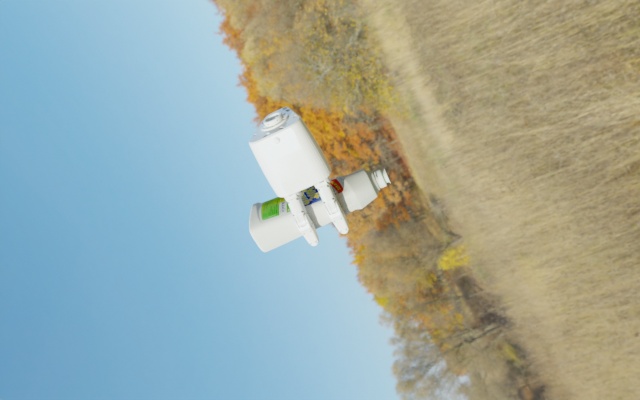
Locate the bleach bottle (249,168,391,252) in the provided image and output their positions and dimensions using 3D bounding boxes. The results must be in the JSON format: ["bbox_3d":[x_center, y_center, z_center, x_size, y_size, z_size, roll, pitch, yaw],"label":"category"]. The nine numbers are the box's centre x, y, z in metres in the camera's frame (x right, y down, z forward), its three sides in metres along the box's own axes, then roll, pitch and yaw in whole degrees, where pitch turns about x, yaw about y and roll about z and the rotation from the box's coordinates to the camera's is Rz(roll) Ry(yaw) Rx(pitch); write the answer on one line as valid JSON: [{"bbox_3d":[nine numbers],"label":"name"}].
[{"bbox_3d":[0.000,0.003,0.836,0.251,0.068,0.102,-24,29,11],"label":"bleach bottle"}]
